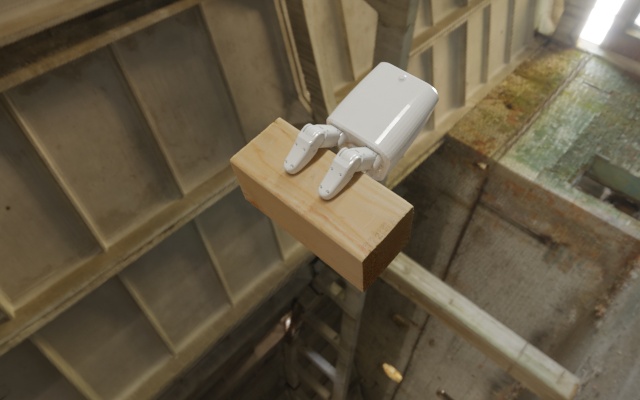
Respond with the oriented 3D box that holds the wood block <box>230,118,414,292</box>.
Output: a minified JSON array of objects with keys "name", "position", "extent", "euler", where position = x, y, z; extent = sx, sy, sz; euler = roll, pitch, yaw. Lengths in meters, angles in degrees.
[{"name":"wood block","position":[0.000,0.002,0.576],"extent":[0.206,0.090,0.091],"euler":[36,-21,25]}]
